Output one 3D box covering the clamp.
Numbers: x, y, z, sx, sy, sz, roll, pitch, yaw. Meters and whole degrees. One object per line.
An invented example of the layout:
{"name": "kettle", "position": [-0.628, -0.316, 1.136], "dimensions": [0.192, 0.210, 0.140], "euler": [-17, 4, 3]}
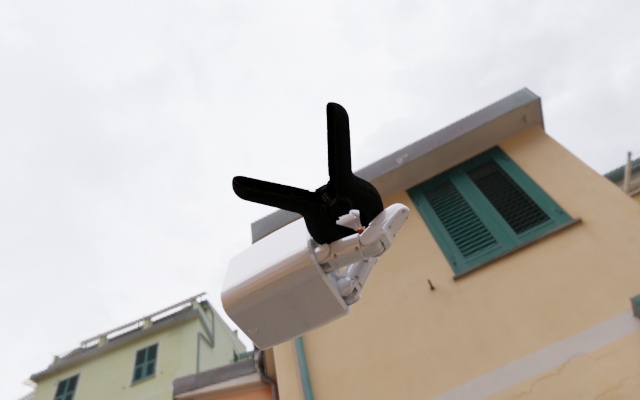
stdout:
{"name": "clamp", "position": [0.000, 0.001, 0.456], "dimensions": [0.120, 0.172, 0.039], "euler": [-27, 36, 7]}
